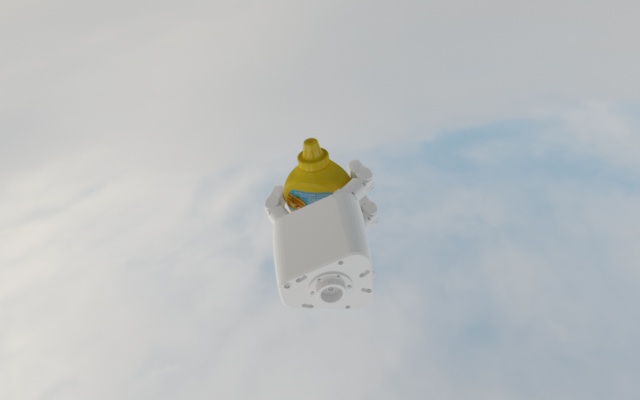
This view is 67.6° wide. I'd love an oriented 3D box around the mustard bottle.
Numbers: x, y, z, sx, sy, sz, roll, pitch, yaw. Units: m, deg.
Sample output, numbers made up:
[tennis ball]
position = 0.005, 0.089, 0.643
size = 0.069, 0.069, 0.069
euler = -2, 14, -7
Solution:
[mustard bottle]
position = 0.000, 0.002, 0.649
size = 0.096, 0.192, 0.058
euler = 5, 40, 19
